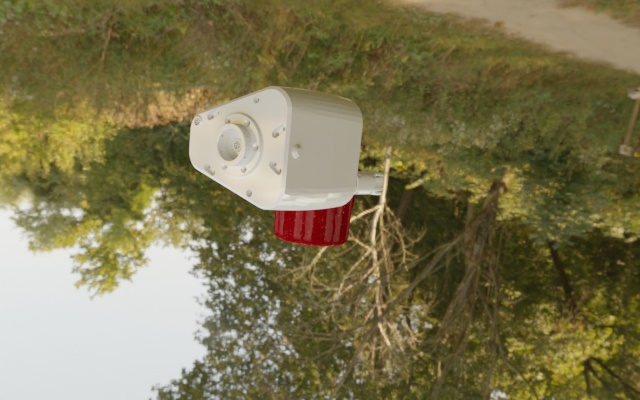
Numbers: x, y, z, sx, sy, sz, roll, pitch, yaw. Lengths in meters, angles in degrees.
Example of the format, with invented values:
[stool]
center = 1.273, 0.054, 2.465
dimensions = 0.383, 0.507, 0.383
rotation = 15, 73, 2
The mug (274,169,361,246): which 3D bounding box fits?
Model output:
[mug]
center = 0.001, 0.002, 0.526
dimensions = 0.093, 0.081, 0.117
rotation = 10, 8, 35
